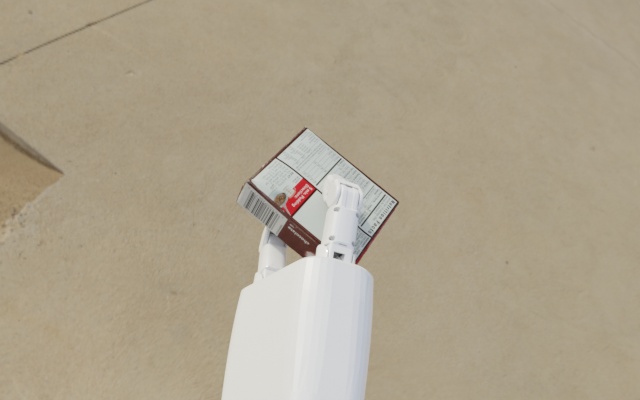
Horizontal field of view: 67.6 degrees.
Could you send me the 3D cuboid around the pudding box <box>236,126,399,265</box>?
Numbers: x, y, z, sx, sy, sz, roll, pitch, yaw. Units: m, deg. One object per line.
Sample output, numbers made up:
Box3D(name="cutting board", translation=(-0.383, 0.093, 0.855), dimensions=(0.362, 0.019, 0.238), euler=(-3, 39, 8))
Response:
Box3D(name="pudding box", translation=(0.000, 0.001, 0.414), dimensions=(0.090, 0.113, 0.039), euler=(-48, -2, -37))
